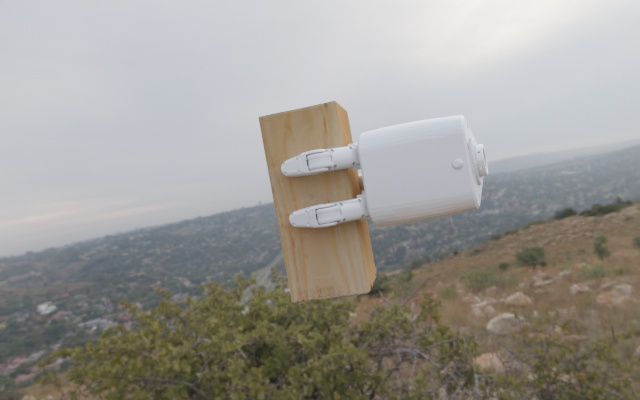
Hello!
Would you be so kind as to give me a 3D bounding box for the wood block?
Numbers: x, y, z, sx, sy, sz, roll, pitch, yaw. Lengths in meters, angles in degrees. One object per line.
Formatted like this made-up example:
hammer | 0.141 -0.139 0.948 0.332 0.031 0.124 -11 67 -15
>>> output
wood block | 0.001 0.002 0.554 0.090 0.206 0.091 -10 1 12
